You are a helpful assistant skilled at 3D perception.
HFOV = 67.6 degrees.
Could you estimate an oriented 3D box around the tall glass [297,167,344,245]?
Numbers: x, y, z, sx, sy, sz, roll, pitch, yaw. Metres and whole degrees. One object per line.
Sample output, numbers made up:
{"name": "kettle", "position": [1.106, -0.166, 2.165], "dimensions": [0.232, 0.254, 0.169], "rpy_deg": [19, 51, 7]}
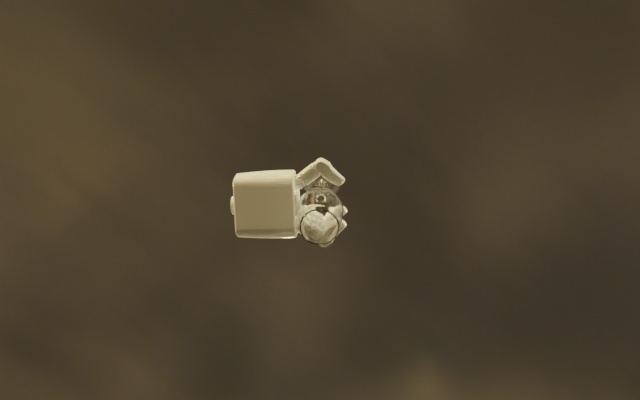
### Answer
{"name": "tall glass", "position": [0.000, 0.002, 0.830], "dimensions": [0.079, 0.079, 0.201], "rpy_deg": [0, 23, 1]}
